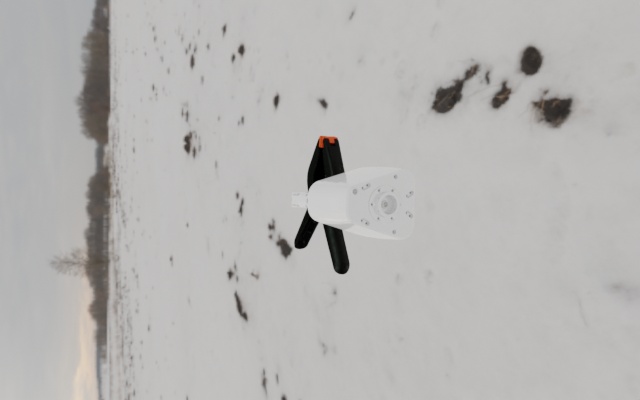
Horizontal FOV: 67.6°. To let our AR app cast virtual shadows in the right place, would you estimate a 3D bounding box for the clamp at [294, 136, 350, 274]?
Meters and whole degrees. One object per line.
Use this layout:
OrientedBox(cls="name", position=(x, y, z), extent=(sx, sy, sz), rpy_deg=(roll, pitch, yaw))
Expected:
OrientedBox(cls="clamp", position=(0.000, 0.002, 0.773), extent=(0.036, 0.210, 0.164), rpy_deg=(0, 3, -29))
